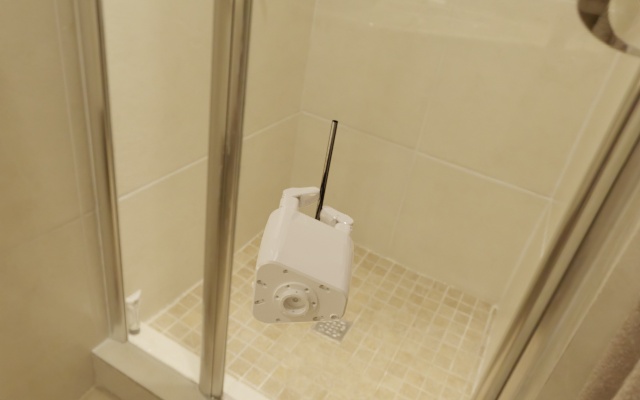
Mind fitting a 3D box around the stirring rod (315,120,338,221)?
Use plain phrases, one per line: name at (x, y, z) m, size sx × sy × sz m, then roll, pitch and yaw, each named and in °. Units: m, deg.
stirring rod at (0.000, 0.002, 0.663) m, size 0.011 × 0.240 × 0.011 m, roll 8°, pitch 31°, yaw -5°
